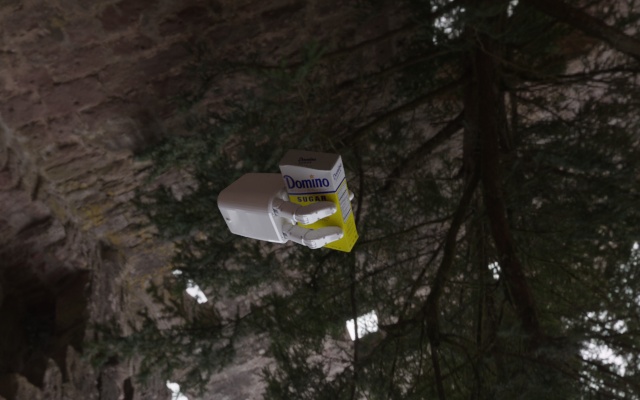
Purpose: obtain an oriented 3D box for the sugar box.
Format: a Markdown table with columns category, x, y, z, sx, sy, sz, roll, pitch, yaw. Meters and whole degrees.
| category | x | y | z | sx | sy | sz | roll | pitch | yaw |
| --- | --- | --- | --- | --- | --- | --- | --- | --- | --- |
| sugar box | 0.000 | 0.003 | 0.771 | 0.093 | 0.176 | 0.048 | 9 | 47 | 27 |
